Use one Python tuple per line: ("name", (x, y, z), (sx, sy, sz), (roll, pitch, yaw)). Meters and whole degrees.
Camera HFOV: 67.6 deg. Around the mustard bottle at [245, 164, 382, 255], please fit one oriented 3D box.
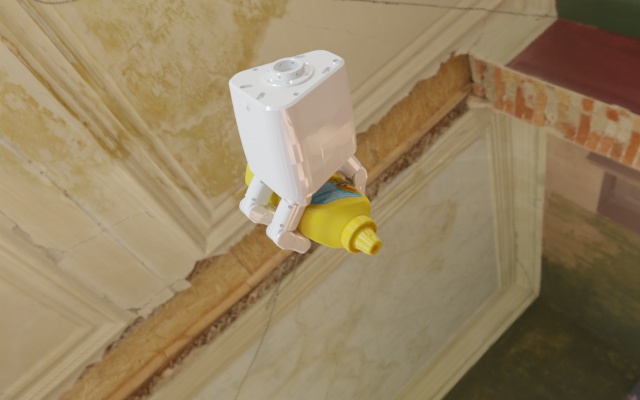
("mustard bottle", (0.000, 0.002, 0.547), (0.096, 0.058, 0.191), (-9, 35, -38))
